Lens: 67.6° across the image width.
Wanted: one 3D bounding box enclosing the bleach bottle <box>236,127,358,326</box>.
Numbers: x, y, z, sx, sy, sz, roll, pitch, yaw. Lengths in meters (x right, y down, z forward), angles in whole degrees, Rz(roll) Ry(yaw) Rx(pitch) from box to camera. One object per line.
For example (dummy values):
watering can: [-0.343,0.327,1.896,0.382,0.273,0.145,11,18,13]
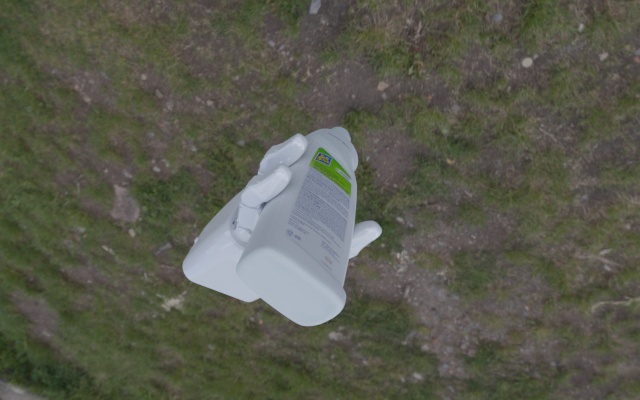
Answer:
bleach bottle: [0.000,0.002,0.510,0.068,0.102,0.250,-37,21,37]
